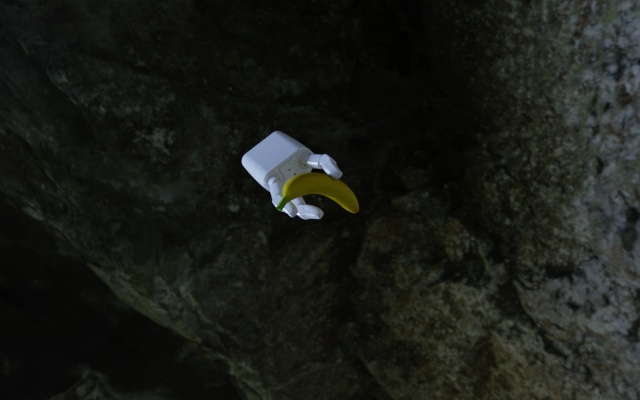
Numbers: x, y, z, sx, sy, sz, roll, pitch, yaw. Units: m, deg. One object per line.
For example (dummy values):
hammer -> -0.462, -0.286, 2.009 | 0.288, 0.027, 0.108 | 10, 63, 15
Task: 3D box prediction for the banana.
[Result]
banana -> 0.003, -0.015, 0.863 | 0.198, 0.070, 0.037 | 4, 19, -41
